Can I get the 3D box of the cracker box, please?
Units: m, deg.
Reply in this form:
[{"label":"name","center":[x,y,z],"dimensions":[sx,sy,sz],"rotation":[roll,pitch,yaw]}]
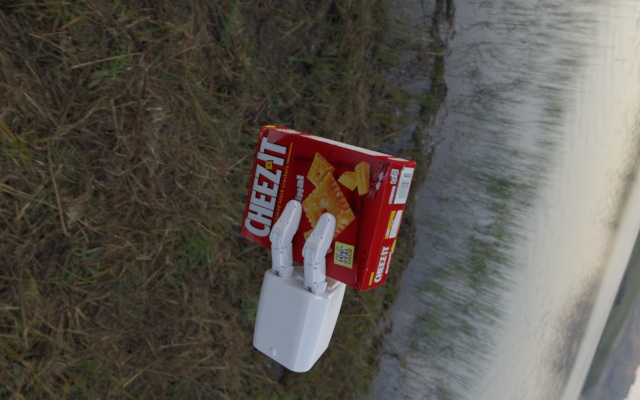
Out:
[{"label":"cracker box","center":[0.000,0.002,0.633],"dimensions":[0.213,0.164,0.072],"rotation":[20,12,33]}]
